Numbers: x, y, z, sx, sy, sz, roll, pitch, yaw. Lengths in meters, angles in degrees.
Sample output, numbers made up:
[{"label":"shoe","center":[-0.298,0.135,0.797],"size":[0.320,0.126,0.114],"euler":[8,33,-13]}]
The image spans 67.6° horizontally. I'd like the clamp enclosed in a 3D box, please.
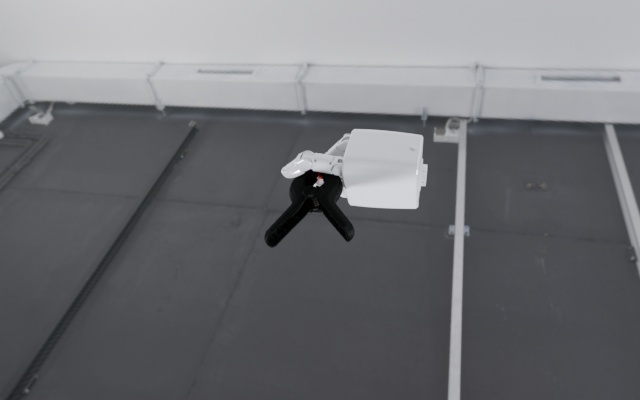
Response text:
[{"label":"clamp","center":[0.000,0.003,0.675],"size":[0.120,0.039,0.171],"euler":[5,45,14]}]
